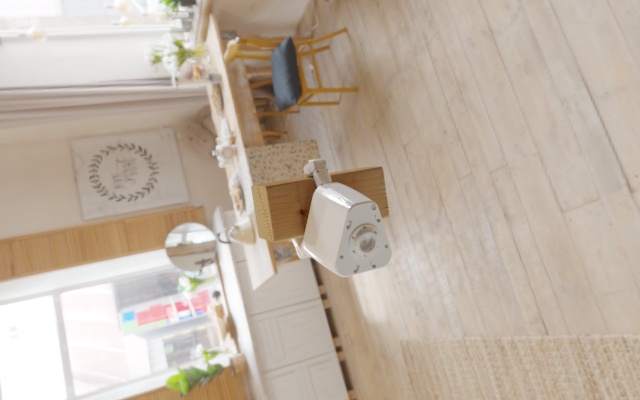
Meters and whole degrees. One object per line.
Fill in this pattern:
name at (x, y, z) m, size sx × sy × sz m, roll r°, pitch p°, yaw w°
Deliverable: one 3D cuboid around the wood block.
wood block at (0.000, 0.002, 0.799) m, size 0.206 × 0.091 × 0.090 m, roll -10°, pitch 6°, yaw -23°
